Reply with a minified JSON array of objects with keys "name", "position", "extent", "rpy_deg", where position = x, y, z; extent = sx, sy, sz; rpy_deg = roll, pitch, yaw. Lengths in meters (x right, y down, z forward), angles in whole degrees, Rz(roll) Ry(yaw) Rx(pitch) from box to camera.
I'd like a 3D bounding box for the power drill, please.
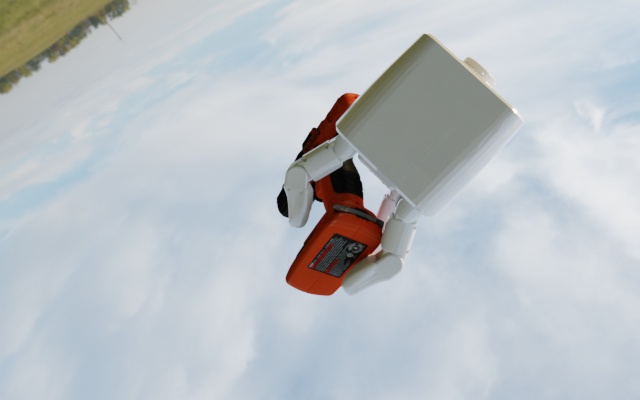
[{"name":"power drill","position":[0.000,0.002,0.500],"extent":[0.057,0.187,0.184],"rpy_deg":[18,-50,-20]}]
